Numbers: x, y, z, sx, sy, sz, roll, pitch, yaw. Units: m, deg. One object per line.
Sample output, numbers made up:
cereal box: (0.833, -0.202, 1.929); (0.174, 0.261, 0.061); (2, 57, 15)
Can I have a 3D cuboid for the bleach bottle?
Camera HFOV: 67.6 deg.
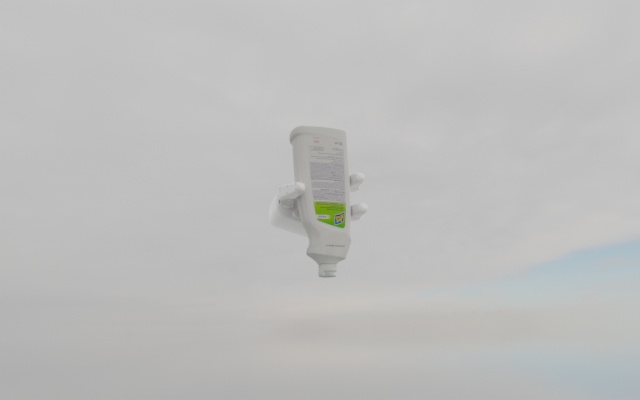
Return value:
bleach bottle: (0.000, 0.003, 0.807); (0.102, 0.250, 0.068); (3, -16, -15)
